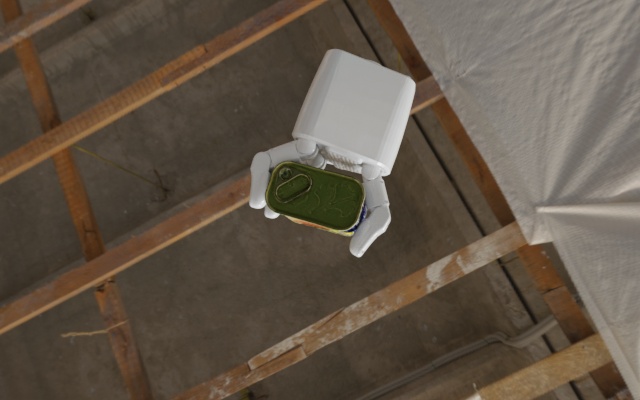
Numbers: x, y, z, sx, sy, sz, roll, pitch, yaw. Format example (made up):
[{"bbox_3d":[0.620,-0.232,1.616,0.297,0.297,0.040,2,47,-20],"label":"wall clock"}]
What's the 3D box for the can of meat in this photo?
[{"bbox_3d":[0.000,0.002,0.527,0.102,0.057,0.084,15,-7,12],"label":"can of meat"}]
